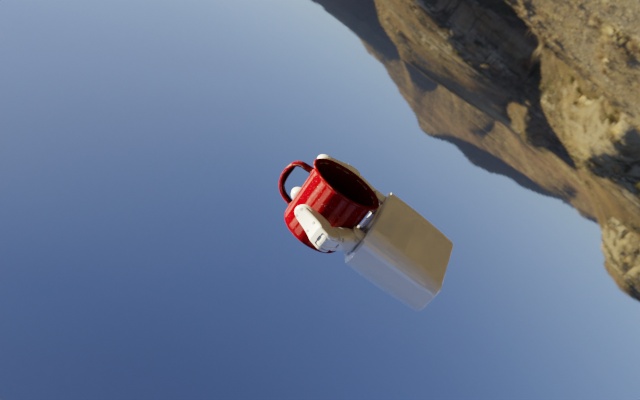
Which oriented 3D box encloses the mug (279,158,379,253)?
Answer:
[{"bbox_3d":[-0.001,0.001,0.576,0.117,0.081,0.093,37,22,1],"label":"mug"}]
